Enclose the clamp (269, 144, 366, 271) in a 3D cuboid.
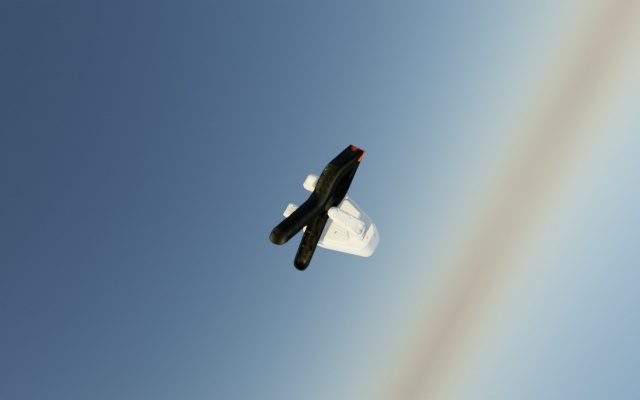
[{"bbox_3d":[0.001,0.002,0.708,0.036,0.210,0.164,29,-7,18],"label":"clamp"}]
